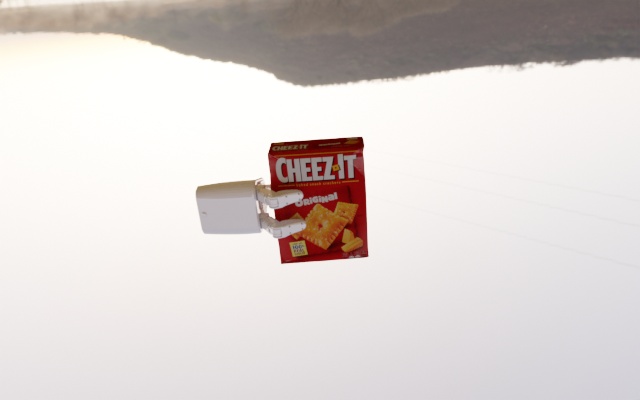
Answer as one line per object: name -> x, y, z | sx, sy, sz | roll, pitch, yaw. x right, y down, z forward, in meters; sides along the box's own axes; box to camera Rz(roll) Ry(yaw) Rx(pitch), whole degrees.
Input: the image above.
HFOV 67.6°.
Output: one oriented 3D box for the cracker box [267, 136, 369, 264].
cracker box -> 0.000, 0.003, 0.845 | 0.164, 0.214, 0.072 | -4, 23, 2
